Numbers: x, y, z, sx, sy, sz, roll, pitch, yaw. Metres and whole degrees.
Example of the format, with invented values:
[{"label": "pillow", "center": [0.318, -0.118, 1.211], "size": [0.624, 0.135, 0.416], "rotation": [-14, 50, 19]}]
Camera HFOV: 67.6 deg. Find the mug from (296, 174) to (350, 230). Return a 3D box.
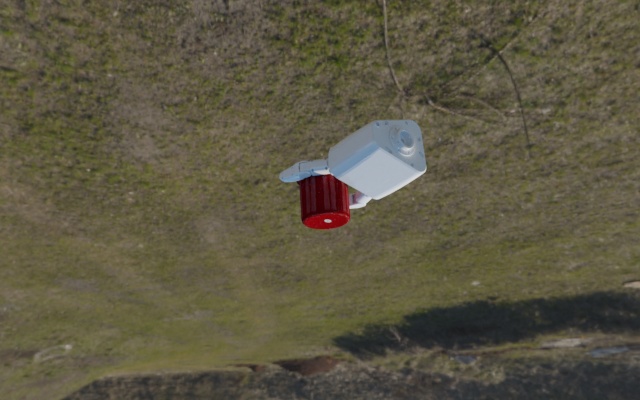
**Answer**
[{"label": "mug", "center": [-0.001, 0.003, 0.812], "size": [0.093, 0.081, 0.117], "rotation": [11, -27, -32]}]
